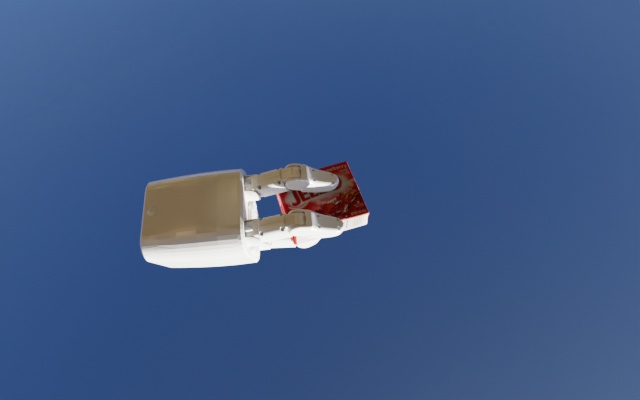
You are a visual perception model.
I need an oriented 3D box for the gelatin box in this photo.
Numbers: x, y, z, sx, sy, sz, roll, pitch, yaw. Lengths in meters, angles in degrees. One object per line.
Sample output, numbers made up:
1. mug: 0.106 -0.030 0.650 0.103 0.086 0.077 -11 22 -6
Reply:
1. gelatin box: 0.000 0.002 0.534 0.089 0.073 0.030 -15 -30 -10
